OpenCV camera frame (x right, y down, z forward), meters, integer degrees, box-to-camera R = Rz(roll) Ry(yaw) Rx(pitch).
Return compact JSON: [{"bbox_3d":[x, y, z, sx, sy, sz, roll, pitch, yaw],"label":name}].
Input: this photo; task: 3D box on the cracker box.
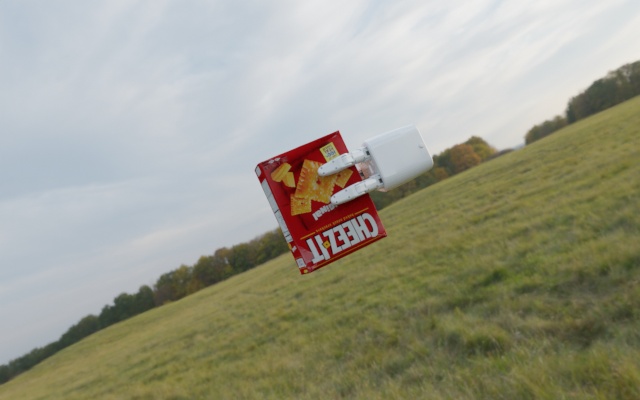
[{"bbox_3d":[0.000,0.003,0.862,0.164,0.213,0.072,-24,-4,-16],"label":"cracker box"}]
